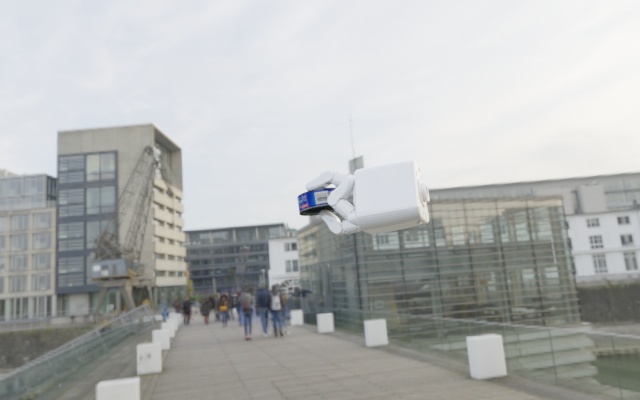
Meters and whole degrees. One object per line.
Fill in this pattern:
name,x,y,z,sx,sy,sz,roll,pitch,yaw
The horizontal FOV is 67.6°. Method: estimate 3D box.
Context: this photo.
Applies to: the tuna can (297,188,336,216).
tuna can,0.000,0.002,0.887,0.086,0.033,0.086,-9,-11,-2
